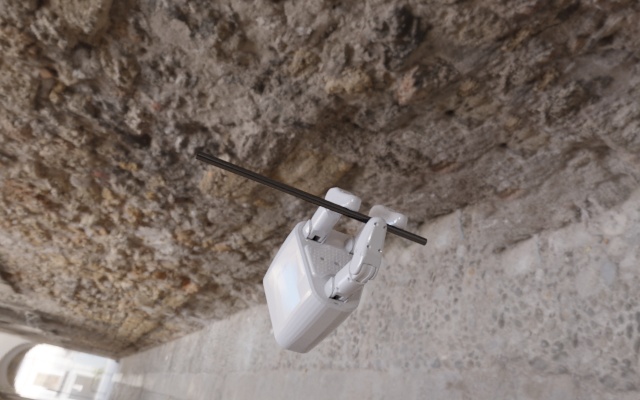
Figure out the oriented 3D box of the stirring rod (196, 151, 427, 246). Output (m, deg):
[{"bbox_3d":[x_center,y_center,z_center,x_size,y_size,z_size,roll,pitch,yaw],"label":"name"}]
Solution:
[{"bbox_3d":[0.000,0.002,0.451,0.239,0.011,0.011,21,-7,-18],"label":"stirring rod"}]
